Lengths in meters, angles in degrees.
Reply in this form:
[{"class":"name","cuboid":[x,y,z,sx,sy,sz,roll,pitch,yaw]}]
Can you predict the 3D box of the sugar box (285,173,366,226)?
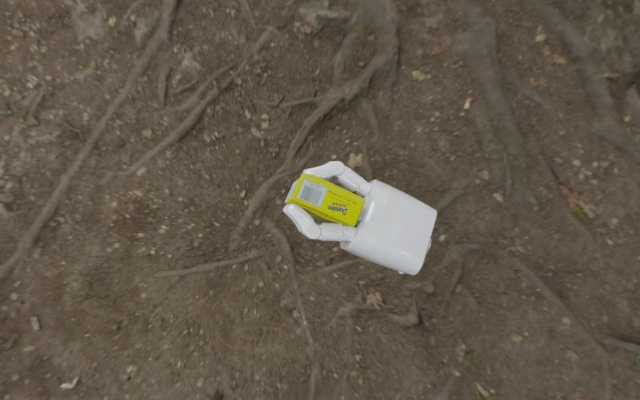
[{"class":"sugar box","cuboid":[0.000,0.003,0.708,0.093,0.048,0.176,24,-7,-5]}]
